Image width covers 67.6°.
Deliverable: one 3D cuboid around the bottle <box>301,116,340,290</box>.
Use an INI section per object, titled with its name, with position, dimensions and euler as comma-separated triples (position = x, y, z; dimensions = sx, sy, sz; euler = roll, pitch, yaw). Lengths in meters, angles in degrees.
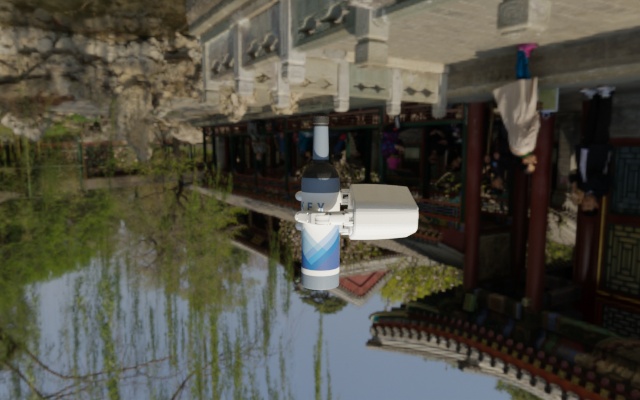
[bottle]
position = 0.000, 0.003, 0.830
dimensions = 0.069, 0.296, 0.069
euler = 0, 7, 0
